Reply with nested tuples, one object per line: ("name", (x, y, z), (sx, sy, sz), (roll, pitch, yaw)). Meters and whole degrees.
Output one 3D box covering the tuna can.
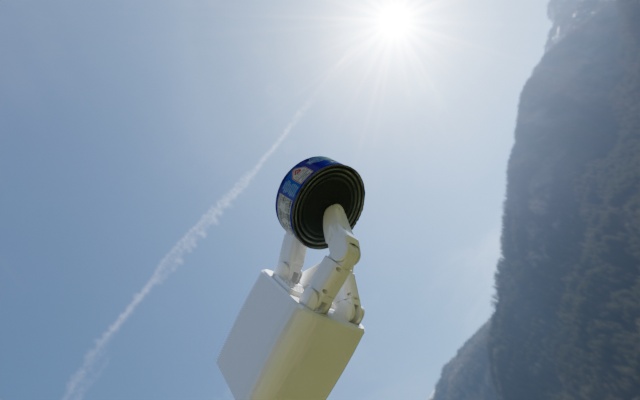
("tuna can", (0.000, 0.001, 0.459), (0.086, 0.086, 0.033), (0, 21, -39))
